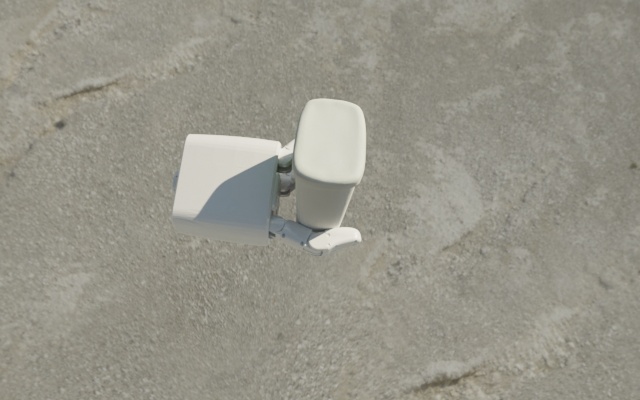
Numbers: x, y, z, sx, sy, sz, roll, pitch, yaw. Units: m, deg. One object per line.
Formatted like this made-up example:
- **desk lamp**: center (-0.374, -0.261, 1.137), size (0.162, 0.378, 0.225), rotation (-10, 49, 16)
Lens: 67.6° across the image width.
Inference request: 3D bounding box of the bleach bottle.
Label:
- **bleach bottle**: center (0.000, 0.002, 0.551), size (0.068, 0.102, 0.251), rotation (7, -30, -1)
